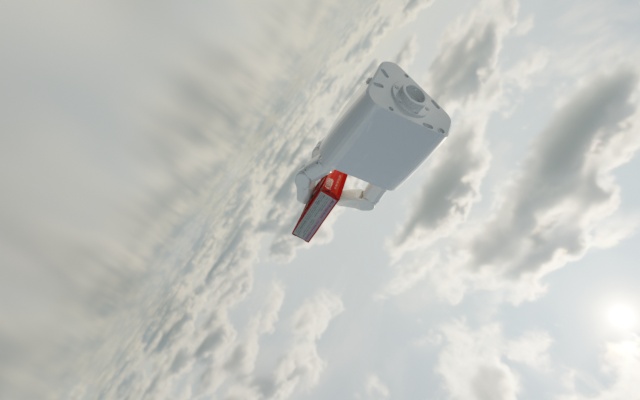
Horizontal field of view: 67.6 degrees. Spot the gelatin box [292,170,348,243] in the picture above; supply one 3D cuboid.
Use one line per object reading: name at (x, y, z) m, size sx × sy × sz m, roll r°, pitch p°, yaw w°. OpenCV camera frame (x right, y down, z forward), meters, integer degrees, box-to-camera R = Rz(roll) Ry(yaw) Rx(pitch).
gelatin box at (0.000, 0.003, 0.640) m, size 0.030 × 0.089 × 0.073 m, roll 30°, pitch 35°, yaw -4°
